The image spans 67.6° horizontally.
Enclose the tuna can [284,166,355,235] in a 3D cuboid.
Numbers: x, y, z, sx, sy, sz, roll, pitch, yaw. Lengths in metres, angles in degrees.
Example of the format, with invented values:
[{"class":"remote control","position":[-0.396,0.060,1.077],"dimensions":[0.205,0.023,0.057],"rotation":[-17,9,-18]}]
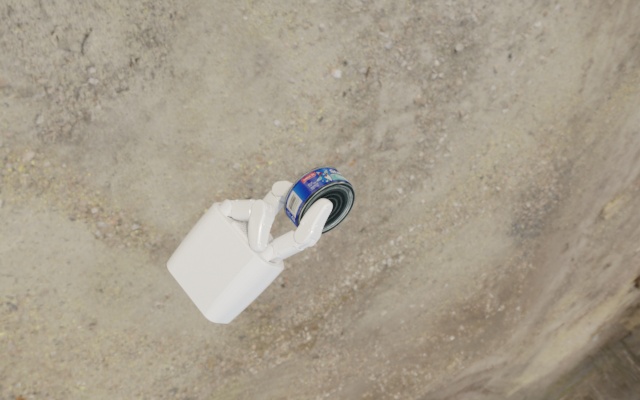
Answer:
[{"class":"tuna can","position":[0.000,0.002,0.587],"dimensions":[0.086,0.086,0.033],"rotation":[0,37,-42]}]
